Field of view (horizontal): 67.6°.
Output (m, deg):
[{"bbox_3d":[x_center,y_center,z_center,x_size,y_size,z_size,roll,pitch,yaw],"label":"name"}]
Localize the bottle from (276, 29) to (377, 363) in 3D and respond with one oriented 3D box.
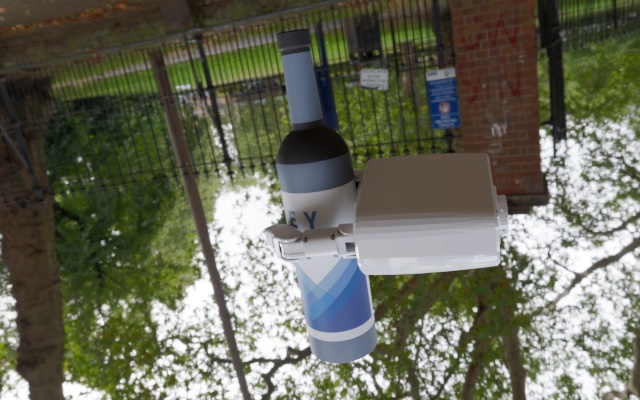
[{"bbox_3d":[0.000,0.002,0.431,0.069,0.296,0.069,-9,16,3],"label":"bottle"}]
